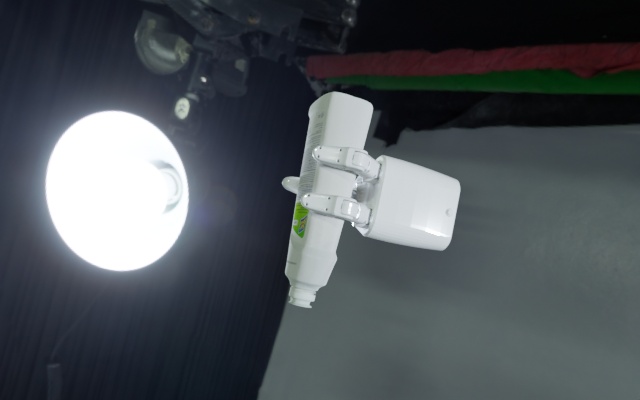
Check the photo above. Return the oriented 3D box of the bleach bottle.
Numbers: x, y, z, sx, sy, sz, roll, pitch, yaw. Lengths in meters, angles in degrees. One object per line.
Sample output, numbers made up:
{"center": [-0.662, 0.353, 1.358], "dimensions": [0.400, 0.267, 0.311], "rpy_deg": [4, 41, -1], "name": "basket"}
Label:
{"center": [0.000, 0.002, 0.584], "dimensions": [0.068, 0.251, 0.102], "rpy_deg": [14, -6, -15], "name": "bleach bottle"}
